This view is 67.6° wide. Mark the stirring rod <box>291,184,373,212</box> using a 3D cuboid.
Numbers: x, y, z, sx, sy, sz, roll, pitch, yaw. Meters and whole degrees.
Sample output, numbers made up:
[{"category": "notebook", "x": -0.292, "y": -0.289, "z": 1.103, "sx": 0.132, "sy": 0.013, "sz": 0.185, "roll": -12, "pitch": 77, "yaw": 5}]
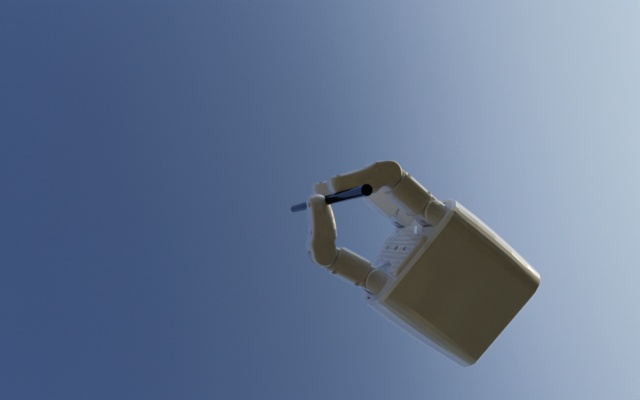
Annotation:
[{"category": "stirring rod", "x": 0.000, "y": 0.001, "z": 0.425, "sx": 0.011, "sy": 0.011, "sz": 0.239, "roll": 0, "pitch": -4, "yaw": -14}]
